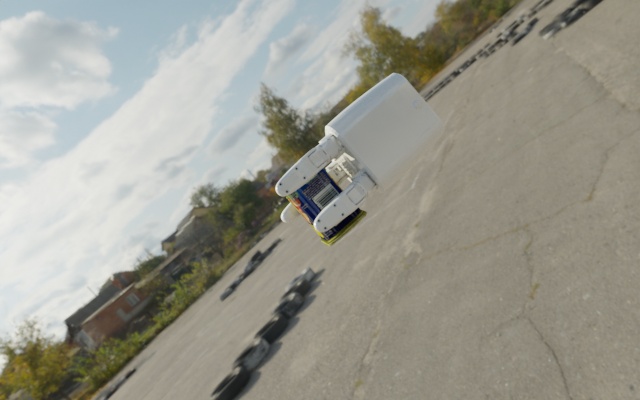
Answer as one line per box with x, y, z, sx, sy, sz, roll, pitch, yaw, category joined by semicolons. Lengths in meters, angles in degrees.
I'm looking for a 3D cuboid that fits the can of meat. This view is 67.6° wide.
0.000;0.002;0.556;0.057;0.084;0.102;-41;3;-5;can of meat
